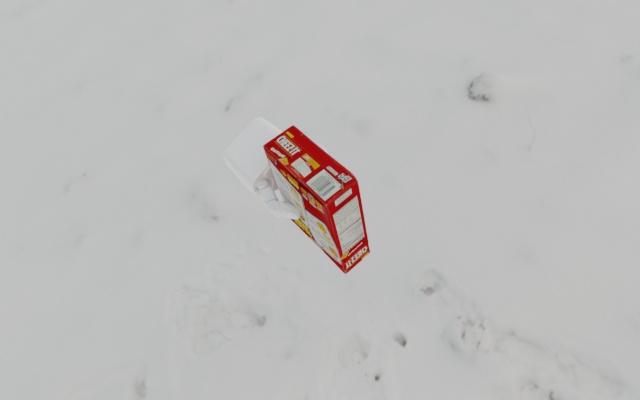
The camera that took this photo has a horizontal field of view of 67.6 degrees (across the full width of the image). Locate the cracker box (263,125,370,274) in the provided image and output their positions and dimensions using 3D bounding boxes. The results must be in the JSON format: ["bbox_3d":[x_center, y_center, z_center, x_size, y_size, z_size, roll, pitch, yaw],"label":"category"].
[{"bbox_3d":[0.000,0.003,0.792,0.164,0.072,0.214,43,-17,33],"label":"cracker box"}]
